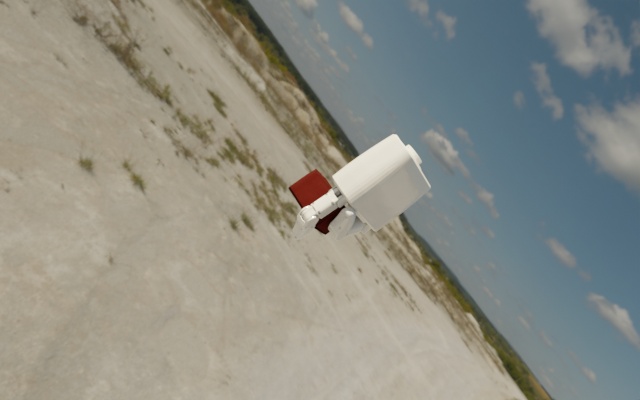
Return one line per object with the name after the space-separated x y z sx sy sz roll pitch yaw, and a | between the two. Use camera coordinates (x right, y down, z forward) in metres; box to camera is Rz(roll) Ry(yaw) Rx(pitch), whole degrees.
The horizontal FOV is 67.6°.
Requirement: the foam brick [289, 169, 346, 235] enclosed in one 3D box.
0.000 0.002 0.708 0.051 0.078 0.053 -37 -25 7 | foam brick
